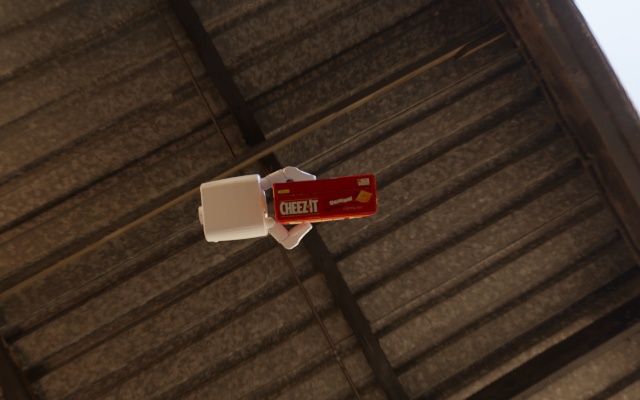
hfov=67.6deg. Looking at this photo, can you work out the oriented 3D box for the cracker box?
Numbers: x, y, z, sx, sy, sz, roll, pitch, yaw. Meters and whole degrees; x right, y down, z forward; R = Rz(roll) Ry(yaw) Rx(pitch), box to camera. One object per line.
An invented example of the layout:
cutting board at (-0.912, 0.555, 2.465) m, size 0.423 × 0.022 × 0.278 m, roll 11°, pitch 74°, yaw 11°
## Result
cracker box at (0.000, 0.003, 0.854) m, size 0.164 × 0.072 × 0.214 m, roll -6°, pitch -2°, yaw -5°
